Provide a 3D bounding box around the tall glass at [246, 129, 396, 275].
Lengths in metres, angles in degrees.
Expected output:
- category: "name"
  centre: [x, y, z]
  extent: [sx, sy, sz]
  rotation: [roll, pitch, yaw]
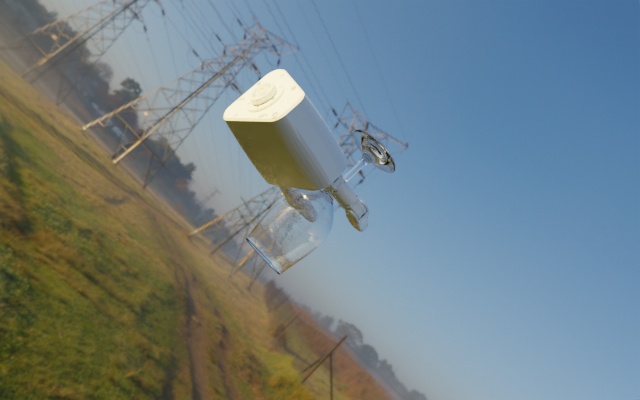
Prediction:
- category: "tall glass"
  centre: [0.001, 0.002, 0.604]
  extent: [0.201, 0.079, 0.079]
  rotation: [-44, 11, -12]
